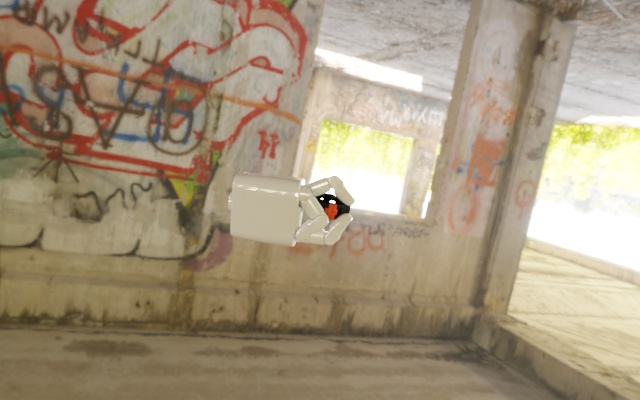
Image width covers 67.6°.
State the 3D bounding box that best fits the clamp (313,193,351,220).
[{"bbox_3d":[0.000,0.003,0.852,0.120,0.039,0.171,5,6,2],"label":"clamp"}]
